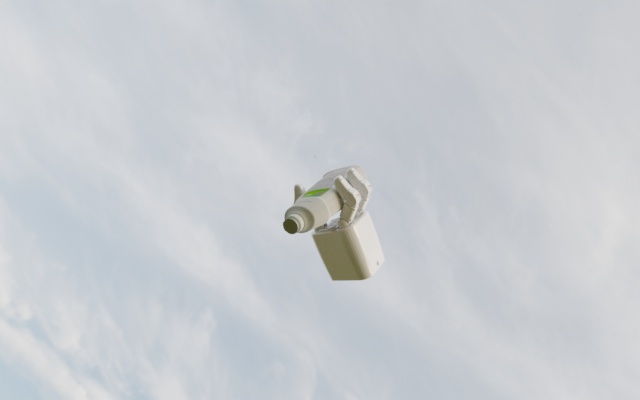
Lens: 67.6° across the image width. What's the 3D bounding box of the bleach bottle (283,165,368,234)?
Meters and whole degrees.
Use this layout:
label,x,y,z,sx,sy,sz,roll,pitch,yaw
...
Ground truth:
label,x,y,z,sx,sy,sz,roll,pitch,yaw
bleach bottle,0.000,0.003,0.881,0.102,0.068,0.250,-15,12,32
